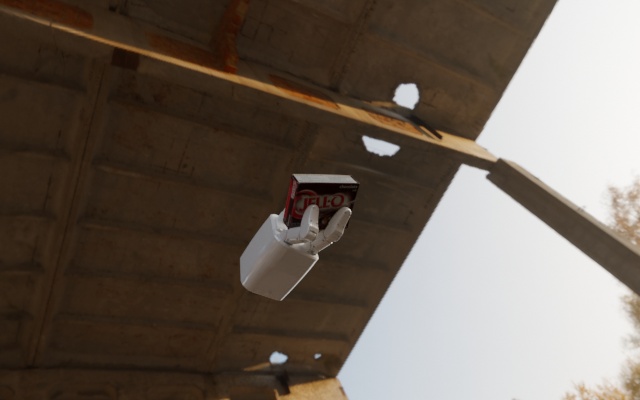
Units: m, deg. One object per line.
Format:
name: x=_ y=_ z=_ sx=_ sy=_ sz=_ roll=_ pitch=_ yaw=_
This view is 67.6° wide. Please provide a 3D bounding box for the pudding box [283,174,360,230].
pudding box: x=0.000 y=0.003 z=0.793 sx=0.113 sy=0.090 sz=0.039 roll=-2 pitch=32 yaw=-27
